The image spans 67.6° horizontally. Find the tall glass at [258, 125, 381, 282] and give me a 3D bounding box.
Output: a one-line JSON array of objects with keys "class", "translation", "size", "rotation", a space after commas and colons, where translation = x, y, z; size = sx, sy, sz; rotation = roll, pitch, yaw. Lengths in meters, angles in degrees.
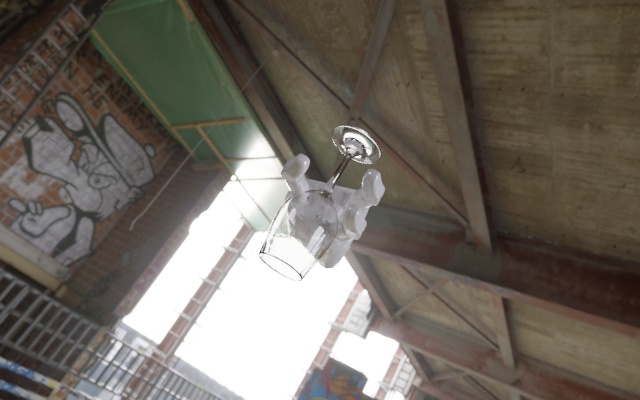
[{"class": "tall glass", "translation": [0.000, 0.001, 0.603], "size": [0.079, 0.201, 0.079], "rotation": [26, -24, 13]}]
